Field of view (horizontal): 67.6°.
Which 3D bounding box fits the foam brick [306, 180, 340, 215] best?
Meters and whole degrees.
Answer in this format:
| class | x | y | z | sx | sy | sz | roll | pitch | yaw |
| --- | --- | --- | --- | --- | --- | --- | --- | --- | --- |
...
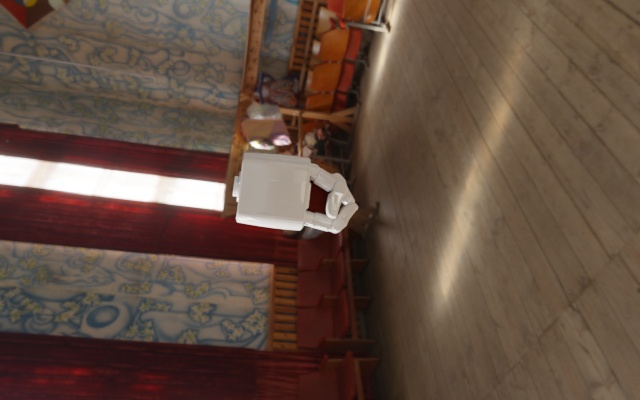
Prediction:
| class | x | y | z | sx | sy | sz | roll | pitch | yaw |
| --- | --- | --- | --- | --- | --- | --- | --- | --- | --- |
| foam brick | 0.000 | 0.003 | 0.799 | 0.051 | 0.053 | 0.078 | 5 | -15 | -9 |
